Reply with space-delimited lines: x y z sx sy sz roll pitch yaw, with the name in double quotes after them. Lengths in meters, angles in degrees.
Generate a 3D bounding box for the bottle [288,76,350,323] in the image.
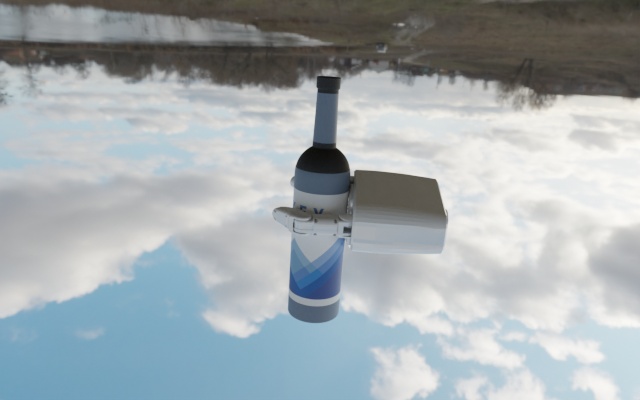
0.000 0.002 0.578 0.069 0.296 0.069 4 17 -1 "bottle"
